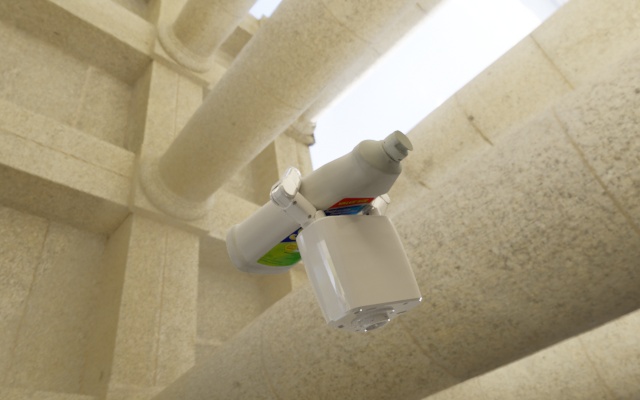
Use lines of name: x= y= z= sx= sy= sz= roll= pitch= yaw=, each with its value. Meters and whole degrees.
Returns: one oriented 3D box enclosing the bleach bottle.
bleach bottle: x=0.000 y=0.002 z=0.567 sx=0.102 sy=0.068 sz=0.251 roll=13 pitch=-43 yaw=-46
